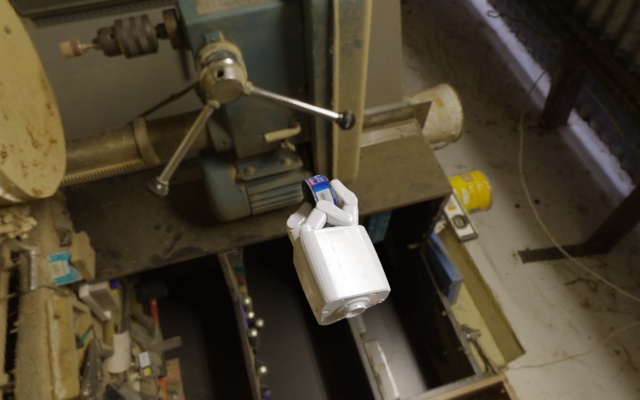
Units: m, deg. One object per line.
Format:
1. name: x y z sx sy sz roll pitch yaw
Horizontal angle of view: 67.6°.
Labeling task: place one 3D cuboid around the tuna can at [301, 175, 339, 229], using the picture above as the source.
1. tuna can: 0.001 0.002 0.771 0.034 0.086 0.086 -19 4 -12
